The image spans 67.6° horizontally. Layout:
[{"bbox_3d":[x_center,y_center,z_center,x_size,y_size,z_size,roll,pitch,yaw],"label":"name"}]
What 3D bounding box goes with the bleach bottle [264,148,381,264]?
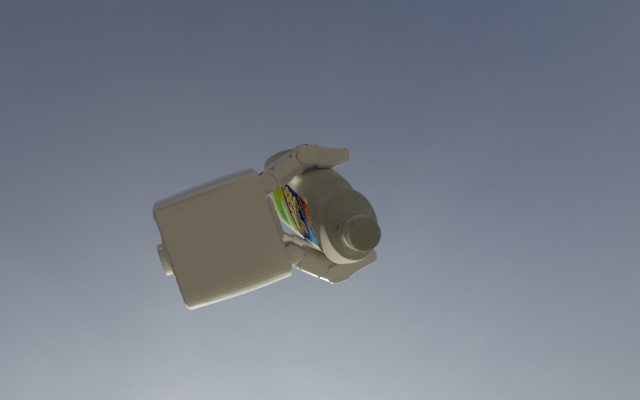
[{"bbox_3d":[0.000,0.002,0.514,0.068,0.102,0.251,-18,14,-13],"label":"bleach bottle"}]
